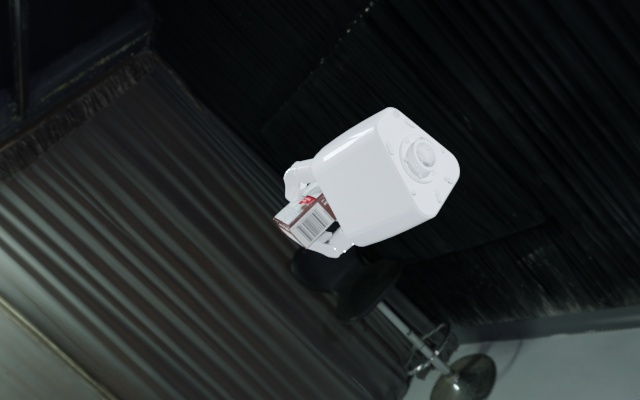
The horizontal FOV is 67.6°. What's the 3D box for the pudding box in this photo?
[{"bbox_3d":[0.000,0.002,0.588,0.113,0.039,0.090,-43,14,-9],"label":"pudding box"}]
